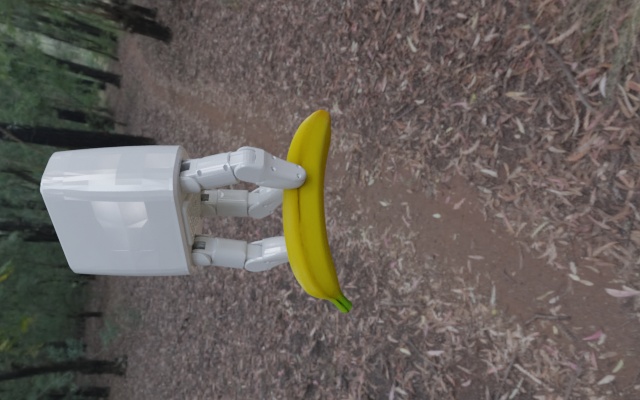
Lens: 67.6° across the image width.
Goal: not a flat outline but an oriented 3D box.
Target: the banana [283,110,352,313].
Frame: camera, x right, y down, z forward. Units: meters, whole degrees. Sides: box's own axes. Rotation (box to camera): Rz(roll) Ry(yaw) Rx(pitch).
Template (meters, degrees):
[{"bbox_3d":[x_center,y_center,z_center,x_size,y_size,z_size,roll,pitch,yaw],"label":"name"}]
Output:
[{"bbox_3d":[-0.008,0.001,0.431,0.037,0.197,0.070,-11,-16,24],"label":"banana"}]
